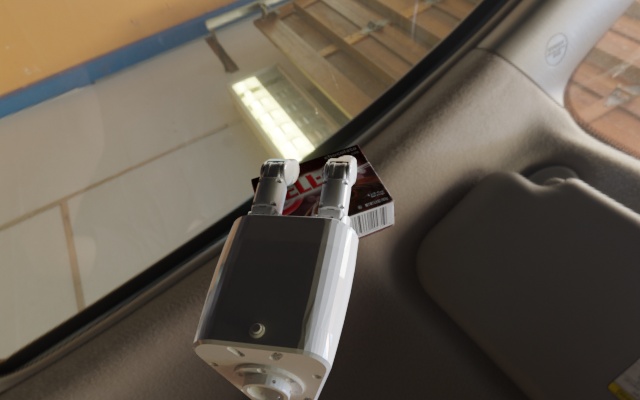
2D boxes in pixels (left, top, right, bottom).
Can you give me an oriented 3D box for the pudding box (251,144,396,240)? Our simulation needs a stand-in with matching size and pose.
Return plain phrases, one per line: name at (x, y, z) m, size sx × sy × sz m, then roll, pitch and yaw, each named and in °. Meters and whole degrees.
pudding box at (0.000, 0.002, 0.439) m, size 0.113 × 0.039 × 0.090 m, roll -17°, pitch 44°, yaw -7°
